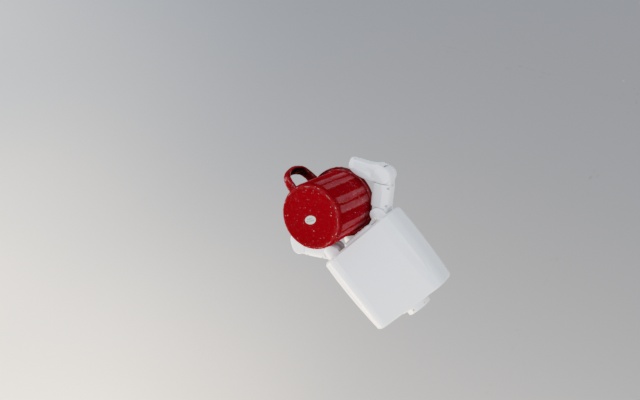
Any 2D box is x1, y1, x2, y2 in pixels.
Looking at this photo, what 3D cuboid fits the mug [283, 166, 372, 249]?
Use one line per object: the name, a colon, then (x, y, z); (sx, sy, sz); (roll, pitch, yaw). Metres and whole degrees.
mug: (-0.001, 0.001, 0.590); (0.093, 0.117, 0.081); (-47, -12, 32)
